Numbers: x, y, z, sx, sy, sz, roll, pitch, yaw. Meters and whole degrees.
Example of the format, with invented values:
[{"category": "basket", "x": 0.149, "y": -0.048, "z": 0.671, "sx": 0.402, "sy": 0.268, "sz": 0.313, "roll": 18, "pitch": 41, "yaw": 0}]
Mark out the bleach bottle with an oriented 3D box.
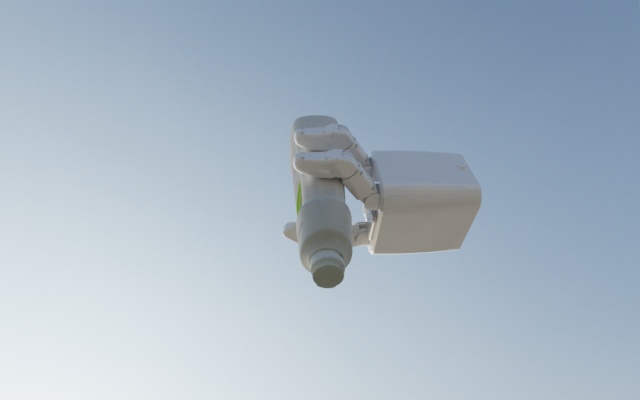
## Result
[{"category": "bleach bottle", "x": 0.000, "y": 0.002, "z": 0.522, "sx": 0.068, "sy": 0.103, "sz": 0.250, "roll": -2, "pitch": 35, "yaw": -2}]
